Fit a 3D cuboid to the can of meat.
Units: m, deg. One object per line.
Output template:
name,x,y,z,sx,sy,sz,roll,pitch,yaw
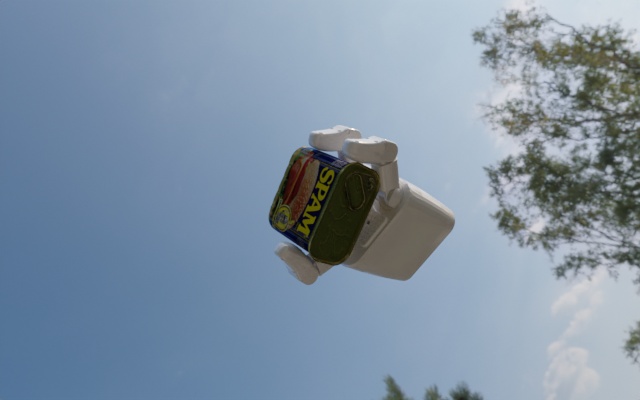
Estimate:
can of meat,0.000,0.002,0.485,0.057,0.102,0.084,20,5,-42
